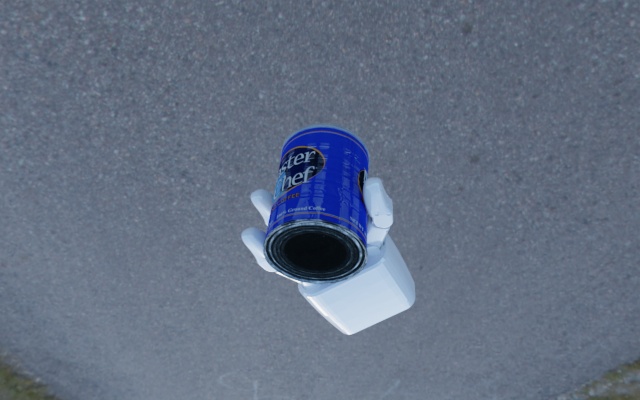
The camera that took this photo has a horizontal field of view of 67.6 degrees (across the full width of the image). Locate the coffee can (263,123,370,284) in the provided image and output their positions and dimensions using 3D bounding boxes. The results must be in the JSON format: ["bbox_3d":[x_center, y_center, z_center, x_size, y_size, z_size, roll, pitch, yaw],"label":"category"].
[{"bbox_3d":[0.000,0.001,0.507,0.103,0.140,0.103,3,-42,3],"label":"coffee can"}]
